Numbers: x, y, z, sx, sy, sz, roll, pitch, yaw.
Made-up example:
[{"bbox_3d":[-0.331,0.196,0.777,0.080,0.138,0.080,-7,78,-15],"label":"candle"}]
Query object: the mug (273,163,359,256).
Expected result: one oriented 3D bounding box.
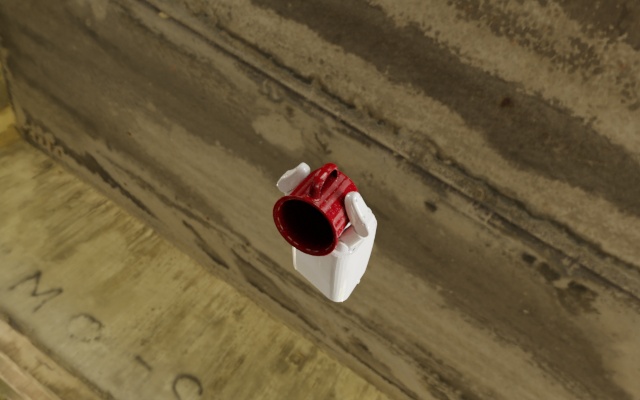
[{"bbox_3d":[0.000,0.001,0.606,0.093,0.117,0.081,24,45,18],"label":"mug"}]
